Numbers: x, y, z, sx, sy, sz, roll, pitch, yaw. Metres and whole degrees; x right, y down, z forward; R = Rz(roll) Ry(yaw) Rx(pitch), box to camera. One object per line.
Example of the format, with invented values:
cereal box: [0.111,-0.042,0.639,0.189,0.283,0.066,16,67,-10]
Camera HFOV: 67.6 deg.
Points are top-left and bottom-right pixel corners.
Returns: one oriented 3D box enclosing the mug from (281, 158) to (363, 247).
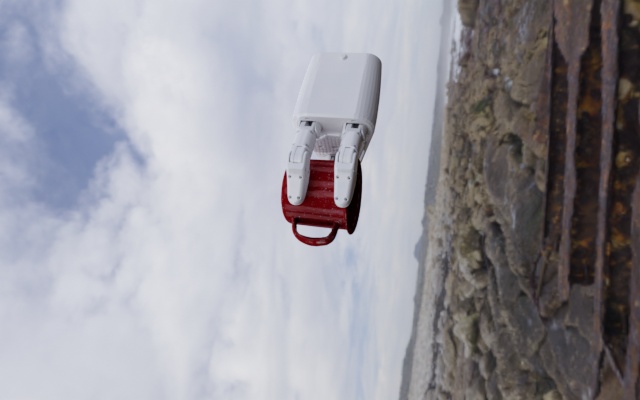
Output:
mug: [0.000,0.003,0.573,0.081,0.117,0.093,5,-30,15]
